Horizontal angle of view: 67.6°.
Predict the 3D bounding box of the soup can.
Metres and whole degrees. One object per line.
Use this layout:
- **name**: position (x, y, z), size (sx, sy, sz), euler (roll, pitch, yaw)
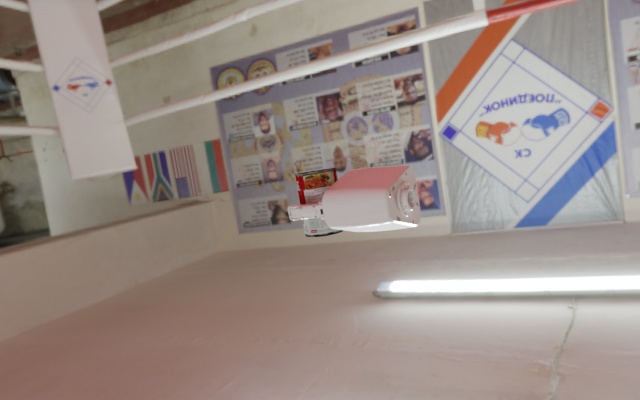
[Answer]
- **soup can**: position (0.000, 0.003, 0.770), size (0.068, 0.102, 0.068), euler (-9, 6, 1)
